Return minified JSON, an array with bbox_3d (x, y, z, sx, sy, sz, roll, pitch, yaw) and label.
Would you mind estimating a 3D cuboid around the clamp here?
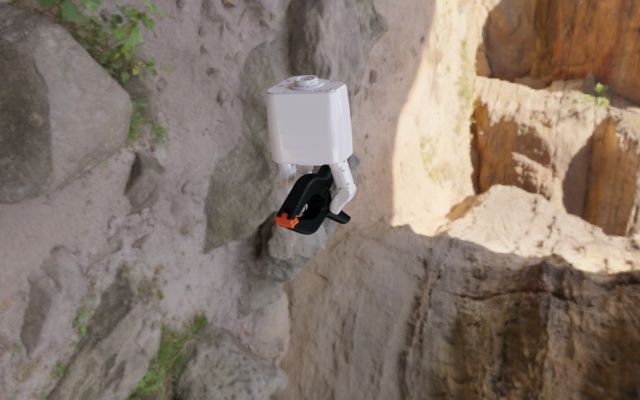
[{"bbox_3d":[0.001,0.003,0.750,0.036,0.165,0.210,10,33,27],"label":"clamp"}]
